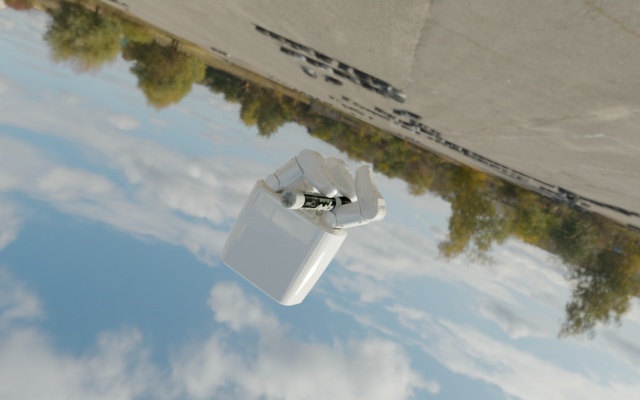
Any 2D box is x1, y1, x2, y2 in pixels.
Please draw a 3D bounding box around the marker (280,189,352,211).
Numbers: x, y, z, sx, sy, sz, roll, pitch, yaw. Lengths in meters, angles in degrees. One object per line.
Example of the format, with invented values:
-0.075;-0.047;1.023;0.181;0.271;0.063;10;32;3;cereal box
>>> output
0.000;0.002;0.501;0.020;0.020;0.121;0;-3;31;marker
